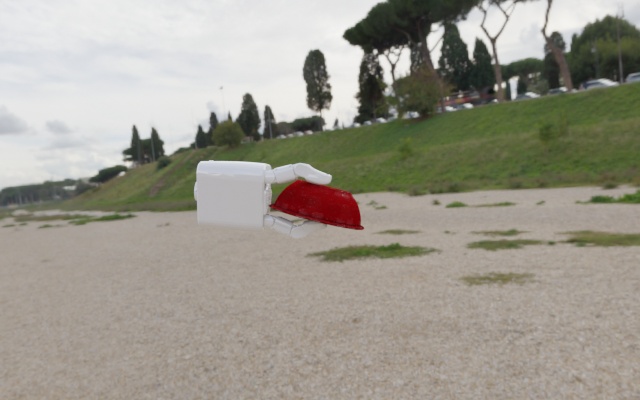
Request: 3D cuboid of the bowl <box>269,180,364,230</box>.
[{"bbox_3d":[0.001,0.002,0.788,0.162,0.055,0.162,14,3,-1],"label":"bowl"}]
